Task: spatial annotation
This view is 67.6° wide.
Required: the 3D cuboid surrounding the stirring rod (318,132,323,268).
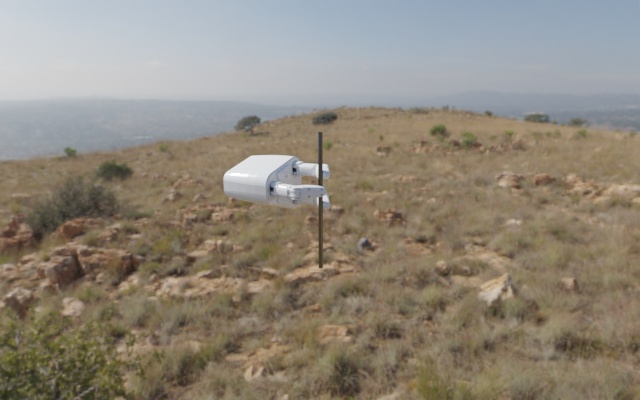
[{"bbox_3d":[0.000,0.003,0.829,0.011,0.239,0.011,0,12,0],"label":"stirring rod"}]
